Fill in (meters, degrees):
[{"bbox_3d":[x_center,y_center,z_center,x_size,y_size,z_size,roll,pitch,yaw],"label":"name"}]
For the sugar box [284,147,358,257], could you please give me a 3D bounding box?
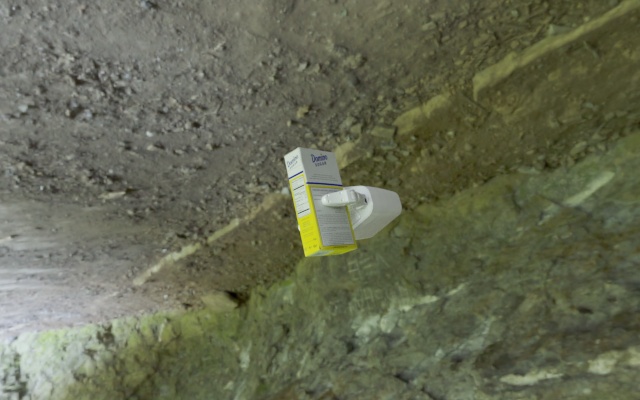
[{"bbox_3d":[0.000,0.003,0.805,0.048,0.176,0.093,-27,-20,39],"label":"sugar box"}]
